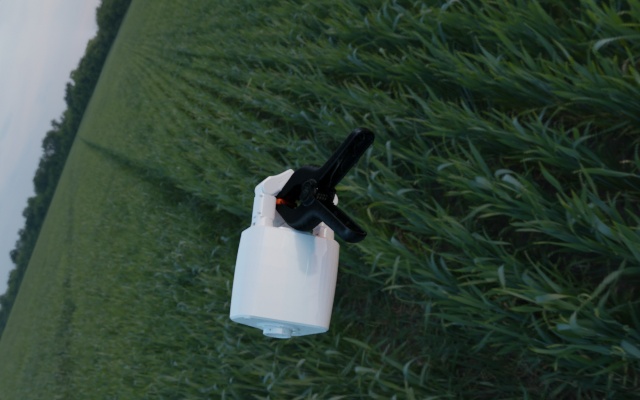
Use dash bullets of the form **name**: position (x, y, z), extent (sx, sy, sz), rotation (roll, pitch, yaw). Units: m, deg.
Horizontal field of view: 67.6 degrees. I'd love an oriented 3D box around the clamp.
- **clamp**: position (-0.001, 0.002, 0.533), extent (0.039, 0.120, 0.171), rotation (20, -28, -28)
